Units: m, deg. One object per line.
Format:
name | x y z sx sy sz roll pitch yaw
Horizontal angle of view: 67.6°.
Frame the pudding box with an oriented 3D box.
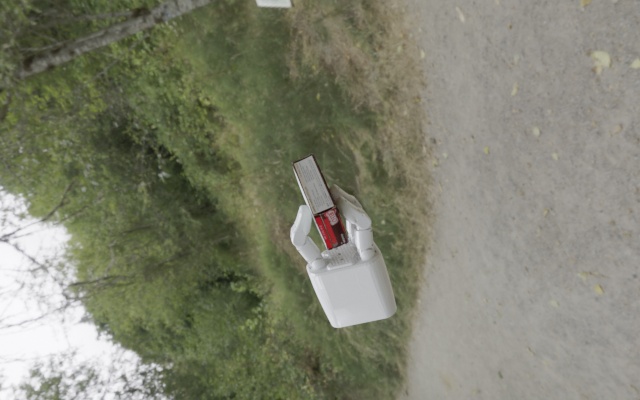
pudding box | 0.000 0.002 0.691 0.039 0.113 0.090 -23 -40 -3
